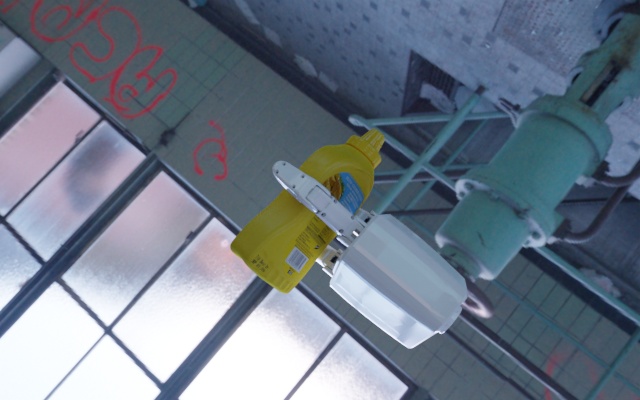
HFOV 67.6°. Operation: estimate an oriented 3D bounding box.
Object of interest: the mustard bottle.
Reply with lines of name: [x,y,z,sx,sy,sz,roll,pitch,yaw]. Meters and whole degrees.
mustard bottle: [0.000,0.002,0.490,0.058,0.191,0.096,35,-10,37]
